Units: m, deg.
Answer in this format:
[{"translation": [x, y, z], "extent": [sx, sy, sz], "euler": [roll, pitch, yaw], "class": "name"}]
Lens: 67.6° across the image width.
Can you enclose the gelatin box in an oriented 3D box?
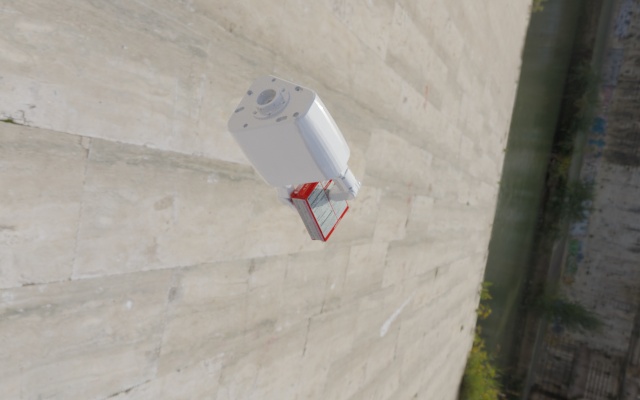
[{"translation": [0.001, 0.003, 0.679], "extent": [0.030, 0.089, 0.073], "euler": [7, 47, 36], "class": "gelatin box"}]
